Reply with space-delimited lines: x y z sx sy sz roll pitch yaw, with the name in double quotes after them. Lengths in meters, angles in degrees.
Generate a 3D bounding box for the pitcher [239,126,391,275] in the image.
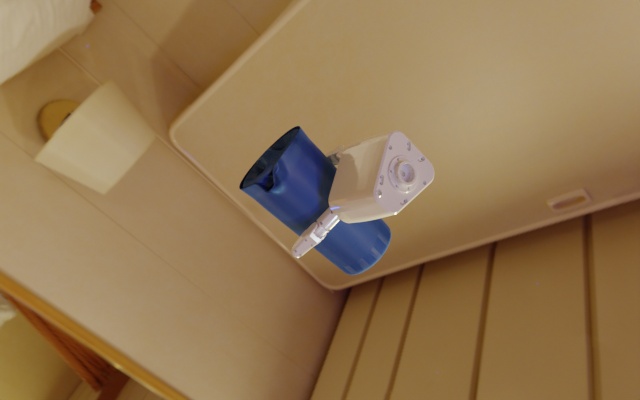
0.000 0.003 0.778 0.243 0.149 0.145 44 -25 -18 "pitcher"
